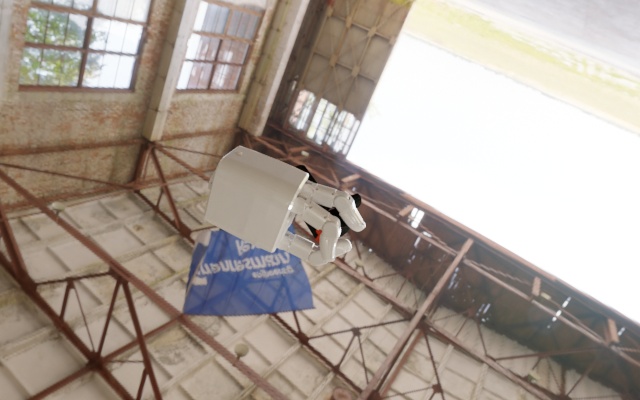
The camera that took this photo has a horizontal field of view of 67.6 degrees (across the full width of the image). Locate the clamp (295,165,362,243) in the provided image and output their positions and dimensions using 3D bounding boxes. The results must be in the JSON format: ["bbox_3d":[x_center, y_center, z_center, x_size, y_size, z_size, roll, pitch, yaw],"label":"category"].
[{"bbox_3d":[0.000,0.003,0.701,0.120,0.039,0.171,25,22,0],"label":"clamp"}]
